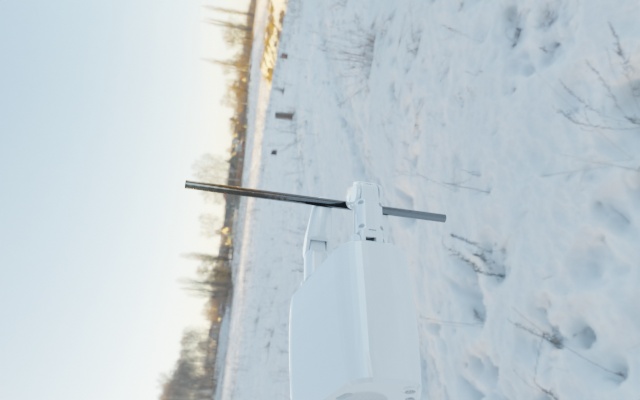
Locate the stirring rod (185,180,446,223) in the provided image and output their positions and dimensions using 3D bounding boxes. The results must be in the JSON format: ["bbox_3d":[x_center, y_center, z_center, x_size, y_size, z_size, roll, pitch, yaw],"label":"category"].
[{"bbox_3d":[0.000,0.001,0.435,0.239,0.011,0.011,8,-1,-9],"label":"stirring rod"}]
